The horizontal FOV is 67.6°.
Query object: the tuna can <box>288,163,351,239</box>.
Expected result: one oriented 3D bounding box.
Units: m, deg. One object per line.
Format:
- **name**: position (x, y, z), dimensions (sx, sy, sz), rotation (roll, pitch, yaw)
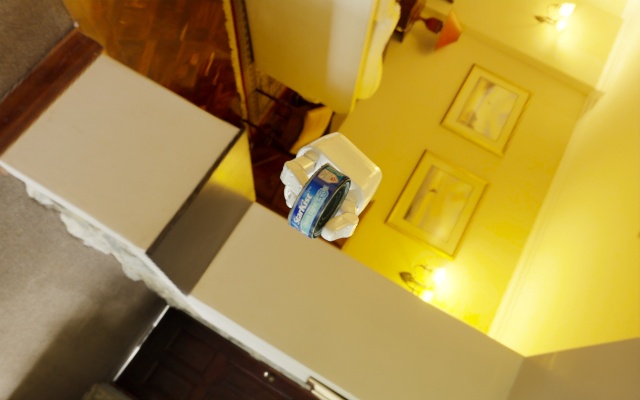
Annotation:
- **tuna can**: position (0.001, 0.002, 0.556), dimensions (0.033, 0.086, 0.086), rotation (32, 7, 12)
